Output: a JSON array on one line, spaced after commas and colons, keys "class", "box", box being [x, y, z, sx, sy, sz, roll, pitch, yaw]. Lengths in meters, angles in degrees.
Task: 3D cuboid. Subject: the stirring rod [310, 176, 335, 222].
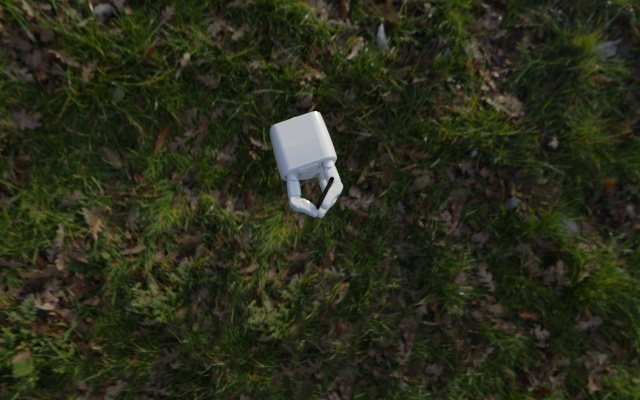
[{"class": "stirring rod", "box": [0.000, 0.003, 0.888, 0.011, 0.011, 0.240, 0, -19, -9]}]
